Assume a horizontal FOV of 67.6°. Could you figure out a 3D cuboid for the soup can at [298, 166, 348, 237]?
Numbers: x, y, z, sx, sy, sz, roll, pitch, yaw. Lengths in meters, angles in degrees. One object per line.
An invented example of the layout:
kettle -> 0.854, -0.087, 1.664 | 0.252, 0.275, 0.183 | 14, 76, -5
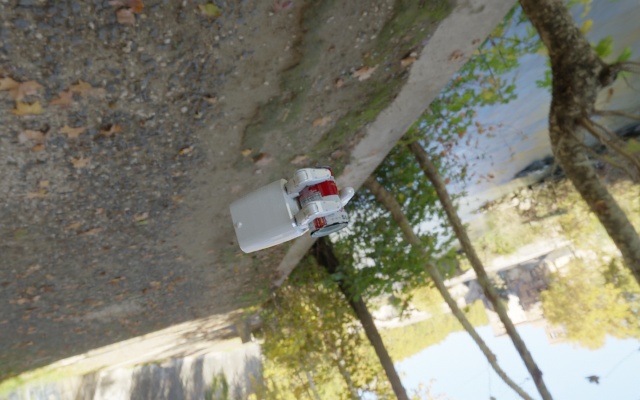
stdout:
soup can -> 0.001, 0.003, 0.794 | 0.068, 0.102, 0.068 | -17, -14, -4
